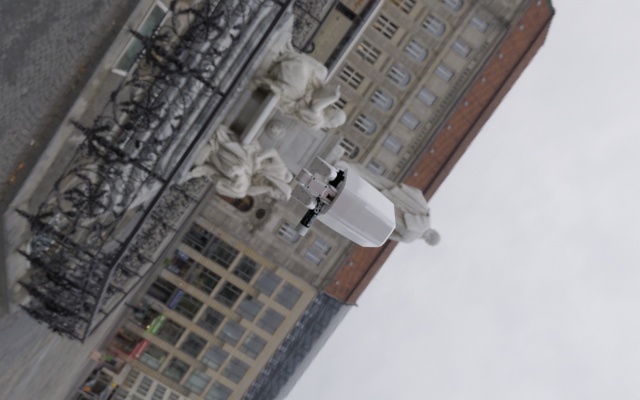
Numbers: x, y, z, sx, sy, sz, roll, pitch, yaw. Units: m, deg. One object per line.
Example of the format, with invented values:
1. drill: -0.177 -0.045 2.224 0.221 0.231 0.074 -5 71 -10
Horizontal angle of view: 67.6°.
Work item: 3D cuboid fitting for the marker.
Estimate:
1. marker: 0.000 0.002 0.760 0.020 0.121 0.020 35 6 -4
